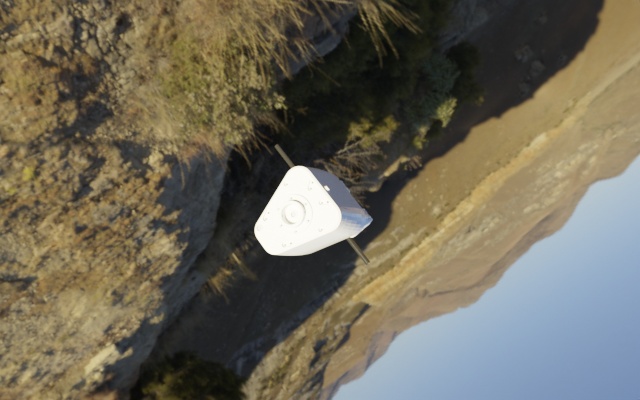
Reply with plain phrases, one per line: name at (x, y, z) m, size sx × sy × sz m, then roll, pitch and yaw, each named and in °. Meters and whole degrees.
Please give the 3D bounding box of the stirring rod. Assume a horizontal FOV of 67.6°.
stirring rod at (0.000, 0.002, 0.745) m, size 0.011 × 0.239 × 0.011 m, roll -35°, pitch -15°, yaw -11°
